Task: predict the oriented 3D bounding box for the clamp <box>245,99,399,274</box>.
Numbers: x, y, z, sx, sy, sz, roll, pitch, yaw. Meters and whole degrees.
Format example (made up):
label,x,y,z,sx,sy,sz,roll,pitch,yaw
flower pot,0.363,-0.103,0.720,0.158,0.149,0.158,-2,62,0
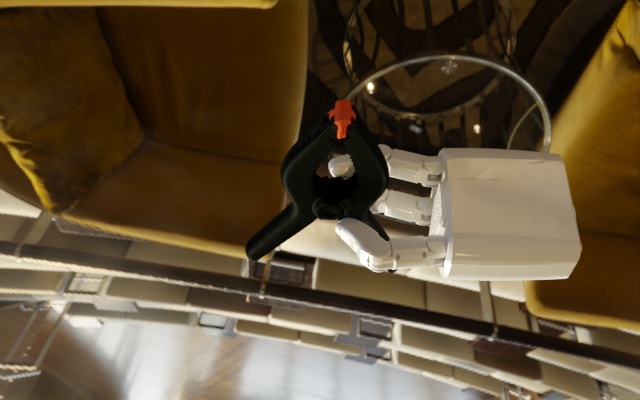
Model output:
label,x,y,z,sx,sy,sz,roll,pitch,yaw
clamp,0.000,0.002,0.441,0.164,0.036,0.210,-1,-43,3
